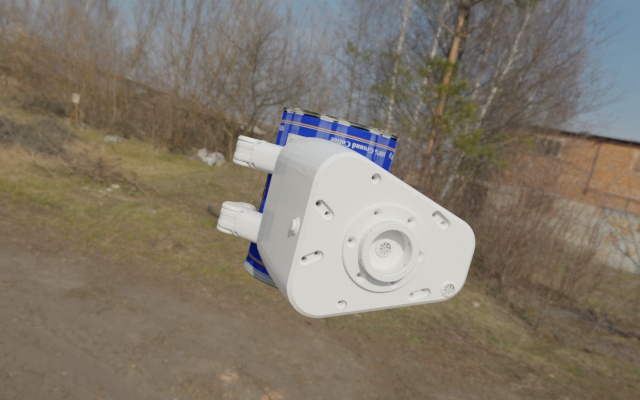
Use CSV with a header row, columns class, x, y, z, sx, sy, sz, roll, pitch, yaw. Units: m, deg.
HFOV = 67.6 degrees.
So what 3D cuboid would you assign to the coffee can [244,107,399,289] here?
class,x,y,z,sx,sy,sz,roll,pitch,yaw
coffee can,0.000,0.001,0.414,0.103,0.140,0.103,15,6,-1
